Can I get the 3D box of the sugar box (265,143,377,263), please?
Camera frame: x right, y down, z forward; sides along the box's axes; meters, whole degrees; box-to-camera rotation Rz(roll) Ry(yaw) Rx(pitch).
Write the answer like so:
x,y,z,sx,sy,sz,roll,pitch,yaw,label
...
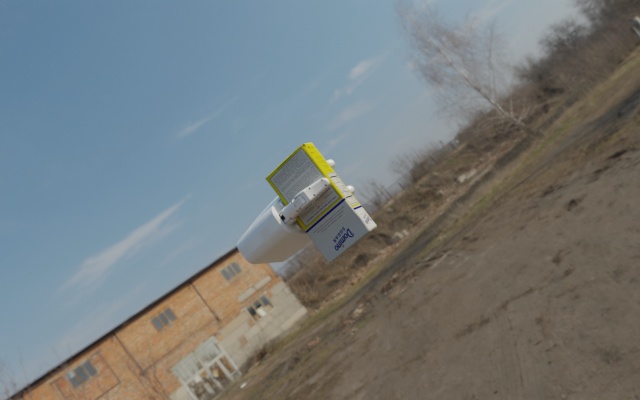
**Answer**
x,y,z,sx,sy,sz,roll,pitch,yaw,label
0.000,0.002,0.771,0.093,0.176,0.048,-41,-7,24,sugar box
